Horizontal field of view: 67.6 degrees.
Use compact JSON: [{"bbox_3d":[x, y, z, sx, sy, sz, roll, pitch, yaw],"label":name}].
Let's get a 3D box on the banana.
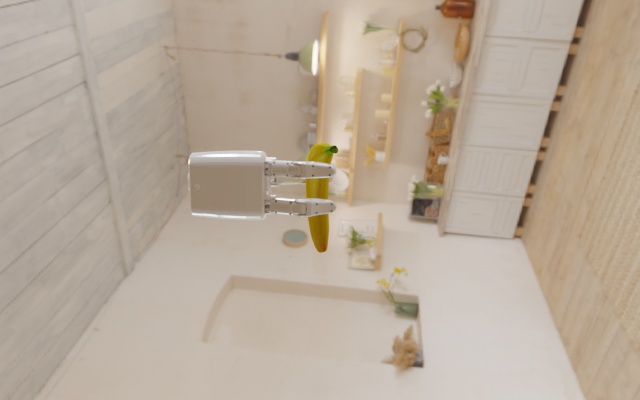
[{"bbox_3d":[-0.002,-0.012,0.723,0.037,0.198,0.069,-3,38,-8],"label":"banana"}]
